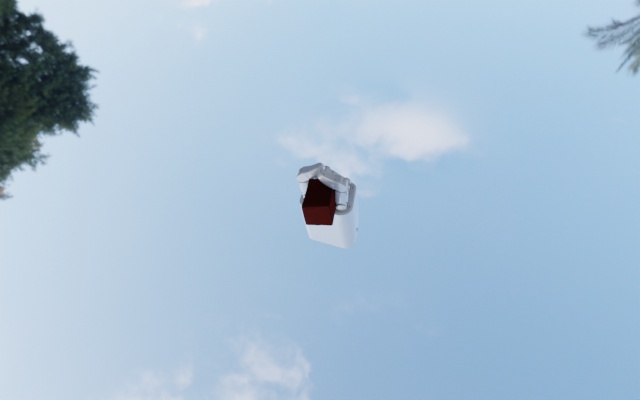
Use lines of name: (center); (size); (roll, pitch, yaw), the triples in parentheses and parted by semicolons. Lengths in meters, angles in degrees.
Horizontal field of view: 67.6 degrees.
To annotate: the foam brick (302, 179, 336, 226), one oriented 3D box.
foam brick: (0.000, 0.003, 0.892); (0.053, 0.051, 0.078); (1, 43, 12)
